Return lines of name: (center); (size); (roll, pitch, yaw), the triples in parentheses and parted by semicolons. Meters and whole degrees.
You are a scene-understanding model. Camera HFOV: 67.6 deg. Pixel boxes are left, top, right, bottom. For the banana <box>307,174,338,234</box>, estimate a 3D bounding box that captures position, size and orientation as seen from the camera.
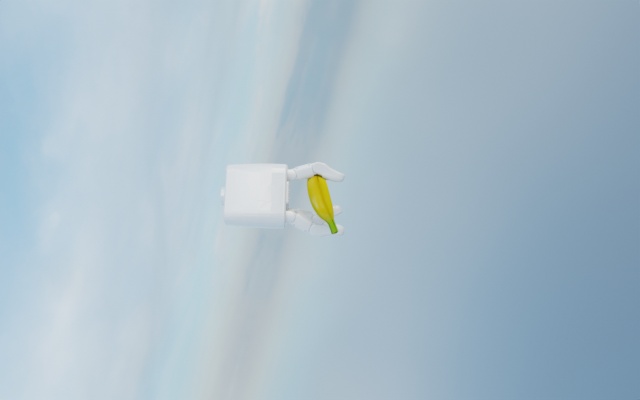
banana: (-0.003, -0.012, 0.849); (0.037, 0.070, 0.197); (-12, 26, 0)
